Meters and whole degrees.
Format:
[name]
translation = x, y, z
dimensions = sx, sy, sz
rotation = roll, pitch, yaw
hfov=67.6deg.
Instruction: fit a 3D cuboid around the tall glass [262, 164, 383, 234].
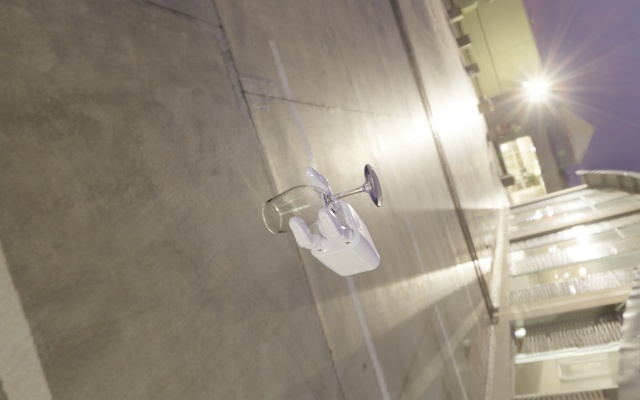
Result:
[tall glass]
translation = 0.001, 0.002, 0.818
dimensions = 0.201, 0.079, 0.079
rotation = -17, -7, 23
